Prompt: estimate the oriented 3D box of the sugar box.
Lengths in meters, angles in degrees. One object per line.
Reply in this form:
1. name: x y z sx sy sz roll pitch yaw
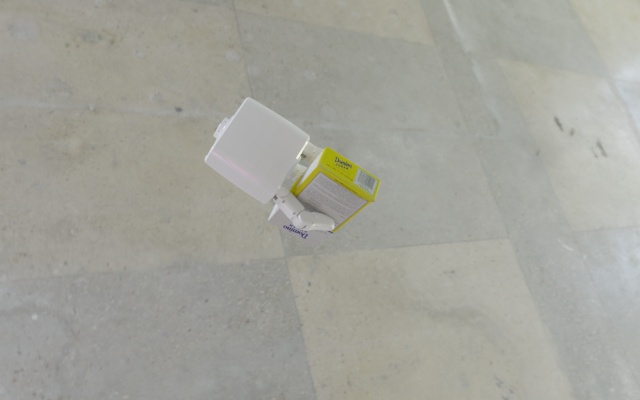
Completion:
1. sugar box: 0.000 0.002 0.704 0.093 0.048 0.176 32 -36 -12
